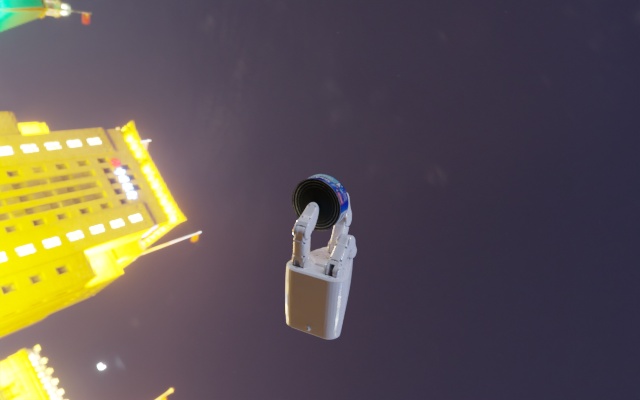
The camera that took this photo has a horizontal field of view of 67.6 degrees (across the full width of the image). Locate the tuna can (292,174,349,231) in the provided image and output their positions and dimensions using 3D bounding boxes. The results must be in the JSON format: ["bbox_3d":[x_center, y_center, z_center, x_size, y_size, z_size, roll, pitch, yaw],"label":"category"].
[{"bbox_3d":[0.000,0.002,0.745,0.086,0.086,0.033,0,17,31],"label":"tuna can"}]
